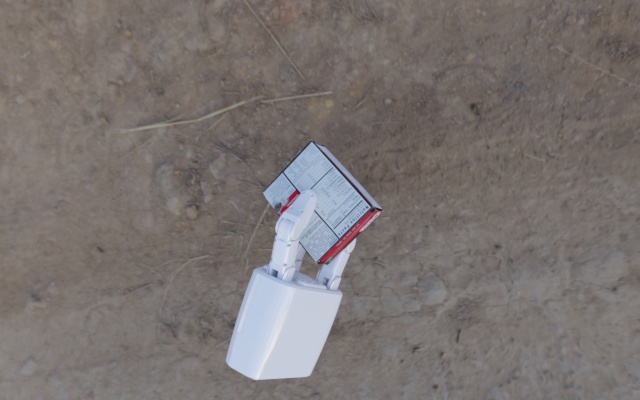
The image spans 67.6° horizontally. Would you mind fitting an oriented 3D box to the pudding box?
[{"bbox_3d":[0.000,0.002,0.534,0.090,0.113,0.039,-45,-22,11],"label":"pudding box"}]
